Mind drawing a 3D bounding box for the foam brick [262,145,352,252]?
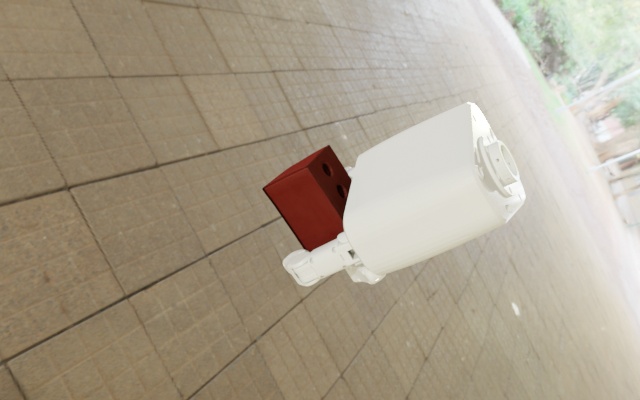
[{"bbox_3d":[0.000,0.001,0.413,0.051,0.078,0.053,-27,13,34],"label":"foam brick"}]
